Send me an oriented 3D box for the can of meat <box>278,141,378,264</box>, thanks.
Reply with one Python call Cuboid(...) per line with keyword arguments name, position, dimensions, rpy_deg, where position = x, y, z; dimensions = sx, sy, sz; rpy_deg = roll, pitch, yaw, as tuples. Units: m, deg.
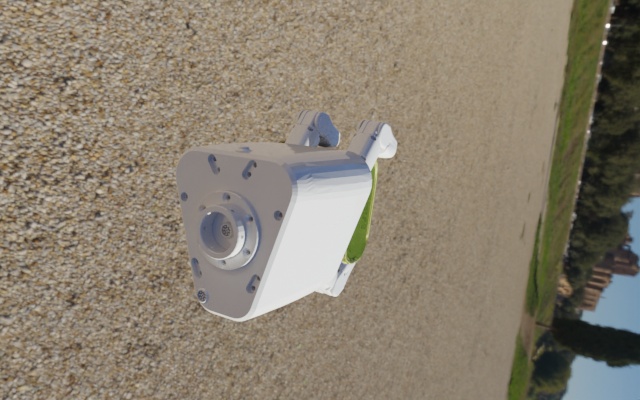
Cuboid(name="can of meat", position=(0.000, 0.002, 0.431), dimensions=(0.084, 0.102, 0.057), rpy_deg=(10, 6, 27))
